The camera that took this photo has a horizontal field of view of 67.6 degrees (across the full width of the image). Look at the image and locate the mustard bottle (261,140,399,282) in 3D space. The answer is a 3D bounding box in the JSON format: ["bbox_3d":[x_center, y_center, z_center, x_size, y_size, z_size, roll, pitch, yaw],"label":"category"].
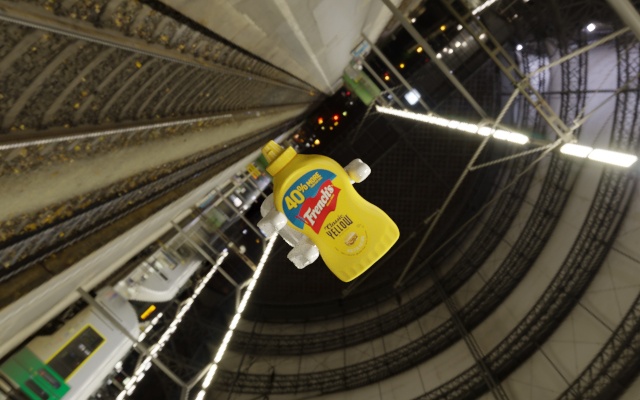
[{"bbox_3d":[0.000,0.002,0.584,0.096,0.191,0.058,-42,8,11],"label":"mustard bottle"}]
